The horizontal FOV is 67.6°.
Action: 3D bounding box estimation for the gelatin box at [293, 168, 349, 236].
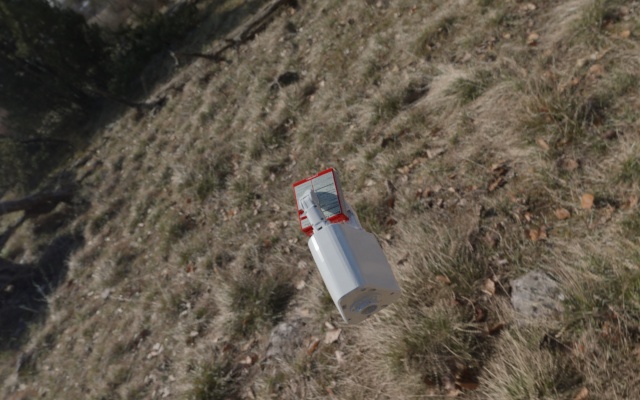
[{"bbox_3d":[0.000,0.002,0.752,0.073,0.089,0.030,-23,-30,18],"label":"gelatin box"}]
